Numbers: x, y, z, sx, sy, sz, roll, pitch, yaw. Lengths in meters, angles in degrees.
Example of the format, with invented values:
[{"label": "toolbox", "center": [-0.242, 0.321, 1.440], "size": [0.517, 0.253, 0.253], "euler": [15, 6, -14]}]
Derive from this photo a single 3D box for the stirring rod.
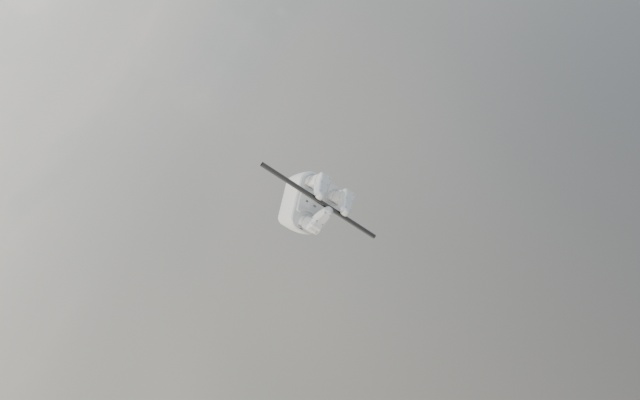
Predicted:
[{"label": "stirring rod", "center": [0.000, 0.003, 0.814], "size": [0.239, 0.011, 0.011], "euler": [33, -11, -18]}]
